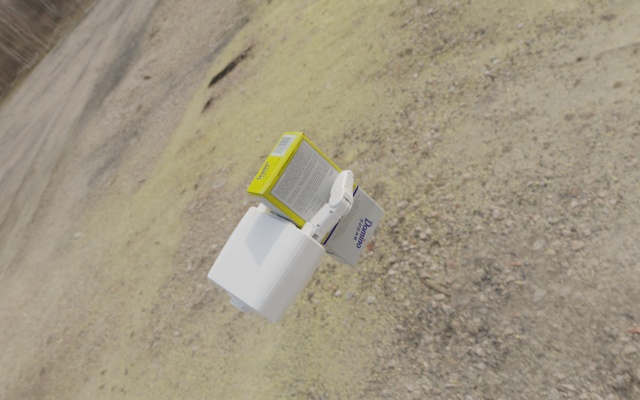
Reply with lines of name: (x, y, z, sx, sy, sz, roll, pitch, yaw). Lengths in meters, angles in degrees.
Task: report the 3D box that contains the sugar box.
sugar box: (0.000, 0.002, 0.612, 0.048, 0.093, 0.176, 13, -24, 51)
